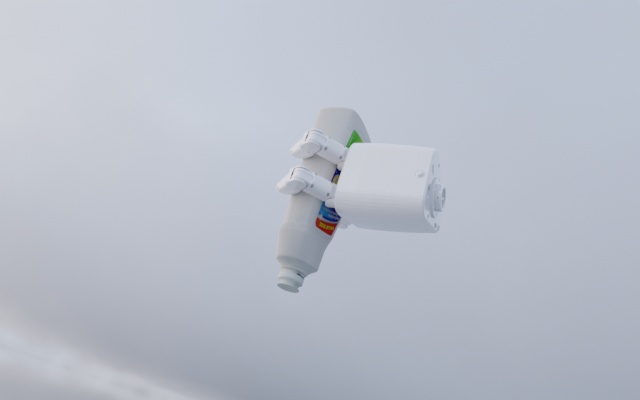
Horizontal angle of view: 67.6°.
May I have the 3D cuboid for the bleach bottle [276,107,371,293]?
[{"bbox_3d":[0.000,0.002,0.627,0.068,0.250,0.103,5,-29,25],"label":"bleach bottle"}]
